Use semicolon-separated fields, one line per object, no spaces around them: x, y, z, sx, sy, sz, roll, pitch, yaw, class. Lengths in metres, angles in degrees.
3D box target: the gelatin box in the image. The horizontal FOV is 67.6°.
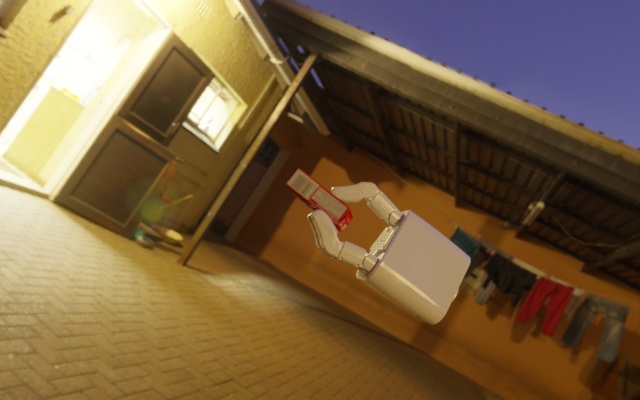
0.000;0.002;0.638;0.089;0.030;0.073;38;-5;12;gelatin box
